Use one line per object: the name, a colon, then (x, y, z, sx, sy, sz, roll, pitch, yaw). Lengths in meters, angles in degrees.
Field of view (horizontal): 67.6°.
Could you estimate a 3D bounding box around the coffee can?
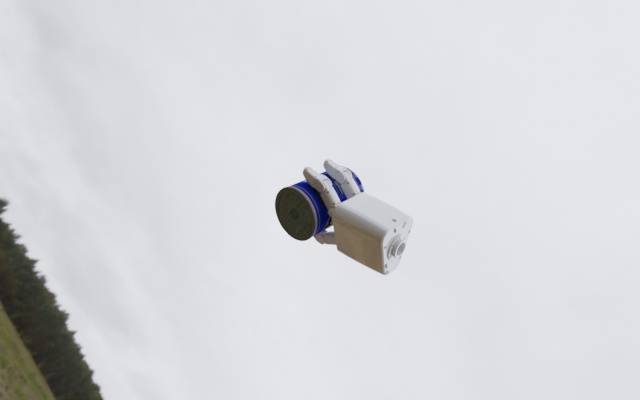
coffee can: (0.000, 0.003, 0.893, 0.103, 0.103, 0.140, 0, 19, 46)
